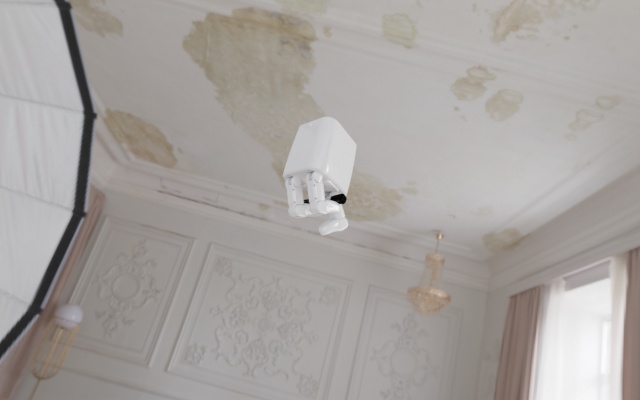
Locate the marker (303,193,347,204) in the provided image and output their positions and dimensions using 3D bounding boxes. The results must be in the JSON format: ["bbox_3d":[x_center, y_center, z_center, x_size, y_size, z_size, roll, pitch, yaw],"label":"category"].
[{"bbox_3d":[0.000,0.003,0.850,0.020,0.020,0.121,0,-6,-44],"label":"marker"}]
